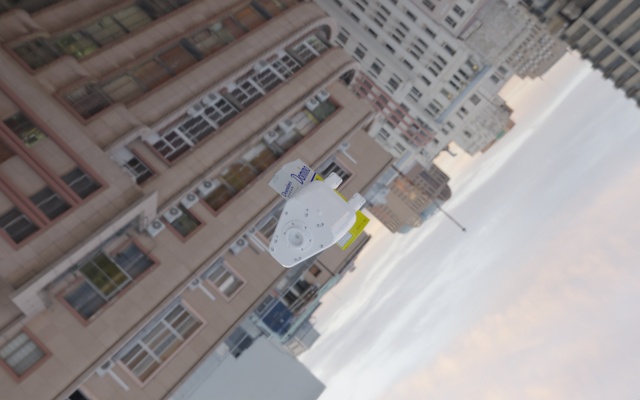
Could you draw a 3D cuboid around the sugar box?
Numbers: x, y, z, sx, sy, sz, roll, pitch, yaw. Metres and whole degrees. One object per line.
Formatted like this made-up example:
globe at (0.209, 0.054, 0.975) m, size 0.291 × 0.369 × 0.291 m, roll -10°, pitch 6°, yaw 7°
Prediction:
sugar box at (0.000, 0.002, 0.842) m, size 0.176 × 0.048 × 0.093 m, roll 43°, pitch 24°, yaw 4°
